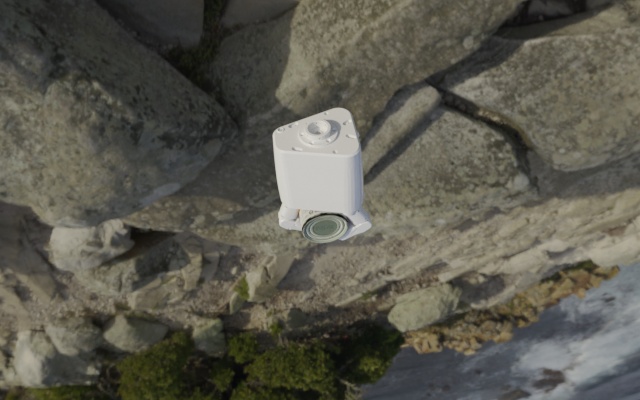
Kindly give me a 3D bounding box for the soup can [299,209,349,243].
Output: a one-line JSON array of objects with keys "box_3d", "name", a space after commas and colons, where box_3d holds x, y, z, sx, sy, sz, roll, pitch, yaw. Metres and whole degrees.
[{"box_3d": [0.000, 0.003, 0.697, 0.068, 0.102, 0.069, -6, -40, -5], "name": "soup can"}]
